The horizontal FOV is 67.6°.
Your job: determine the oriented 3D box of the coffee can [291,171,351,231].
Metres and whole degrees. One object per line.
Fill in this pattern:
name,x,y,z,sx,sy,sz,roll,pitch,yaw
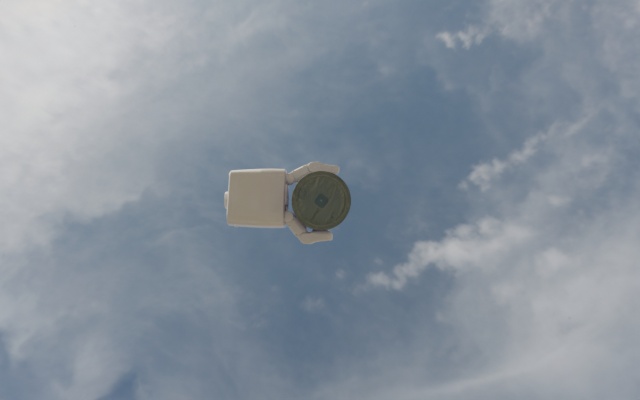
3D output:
coffee can,0.000,0.003,0.886,0.103,0.103,0.140,0,-2,-1
